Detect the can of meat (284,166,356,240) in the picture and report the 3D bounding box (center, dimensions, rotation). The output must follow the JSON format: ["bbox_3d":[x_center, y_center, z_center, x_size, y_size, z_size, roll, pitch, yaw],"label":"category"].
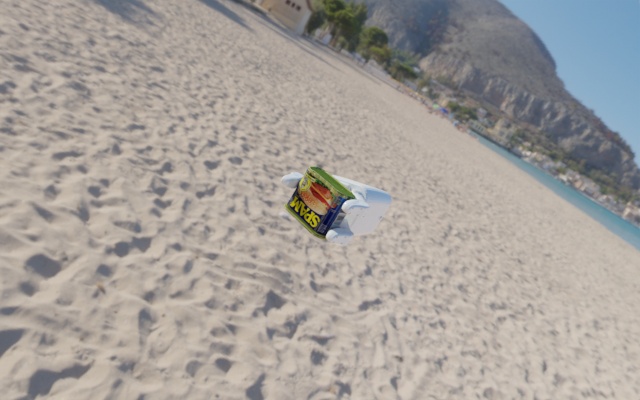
[{"bbox_3d":[0.000,0.002,0.793,0.102,0.084,0.057,42,19,33],"label":"can of meat"}]
